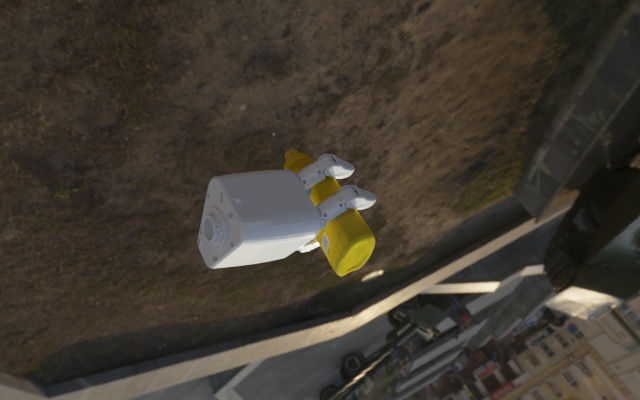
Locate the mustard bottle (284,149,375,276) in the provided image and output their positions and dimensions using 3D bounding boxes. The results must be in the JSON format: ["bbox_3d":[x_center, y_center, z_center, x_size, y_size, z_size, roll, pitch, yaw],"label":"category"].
[{"bbox_3d":[0.001,0.002,0.648,0.058,0.191,0.096,-22,-30,-19],"label":"mustard bottle"}]
